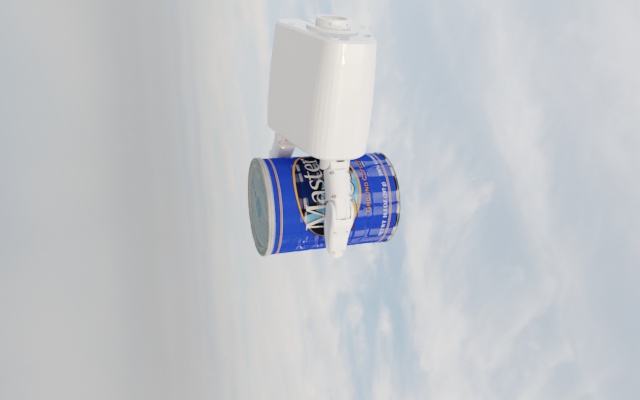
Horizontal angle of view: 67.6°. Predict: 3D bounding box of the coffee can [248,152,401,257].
[{"bbox_3d":[0.000,0.002,0.516,0.140,0.103,0.103,-5,1,-19],"label":"coffee can"}]
